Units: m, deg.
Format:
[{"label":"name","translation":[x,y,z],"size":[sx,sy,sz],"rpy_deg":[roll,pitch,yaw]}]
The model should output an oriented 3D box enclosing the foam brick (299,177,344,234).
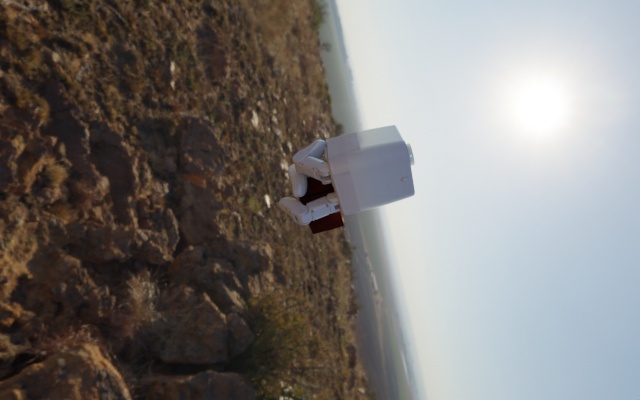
[{"label":"foam brick","translation":[0.000,0.003,0.719],"size":[0.051,0.078,0.053],"rpy_deg":[-15,41,4]}]
